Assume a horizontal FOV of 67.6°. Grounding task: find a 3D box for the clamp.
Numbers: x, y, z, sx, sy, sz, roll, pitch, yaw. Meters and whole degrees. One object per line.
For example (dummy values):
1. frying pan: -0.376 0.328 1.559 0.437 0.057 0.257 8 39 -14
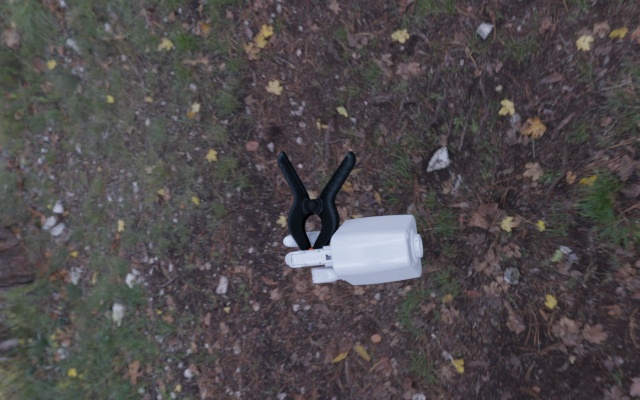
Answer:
1. clamp: 0.000 0.002 0.713 0.120 0.171 0.039 -8 -5 19
